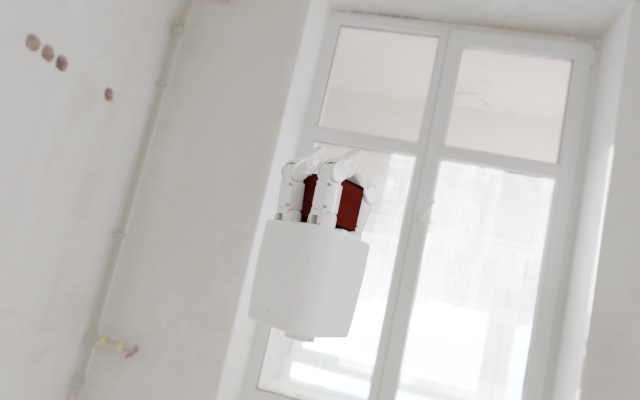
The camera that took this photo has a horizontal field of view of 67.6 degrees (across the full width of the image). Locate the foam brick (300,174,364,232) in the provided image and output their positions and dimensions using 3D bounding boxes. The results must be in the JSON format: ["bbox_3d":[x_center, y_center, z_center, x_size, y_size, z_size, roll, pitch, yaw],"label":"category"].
[{"bbox_3d":[0.000,0.002,0.537,0.053,0.051,0.078,21,-13,-41],"label":"foam brick"}]
